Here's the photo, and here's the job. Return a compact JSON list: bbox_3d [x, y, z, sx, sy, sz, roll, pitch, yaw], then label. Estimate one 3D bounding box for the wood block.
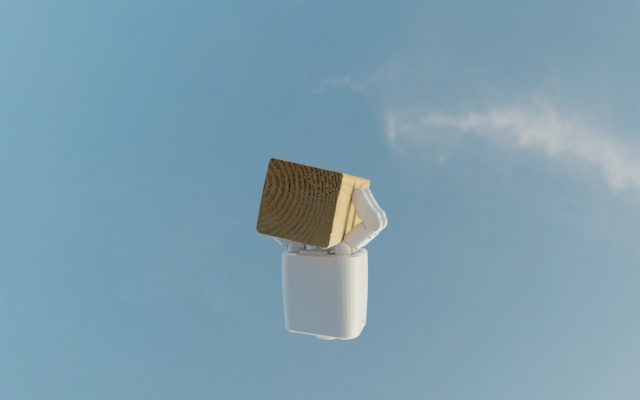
[{"bbox_3d":[0.000,0.002,0.636,0.091,0.090,0.206,12,3,13],"label":"wood block"}]
